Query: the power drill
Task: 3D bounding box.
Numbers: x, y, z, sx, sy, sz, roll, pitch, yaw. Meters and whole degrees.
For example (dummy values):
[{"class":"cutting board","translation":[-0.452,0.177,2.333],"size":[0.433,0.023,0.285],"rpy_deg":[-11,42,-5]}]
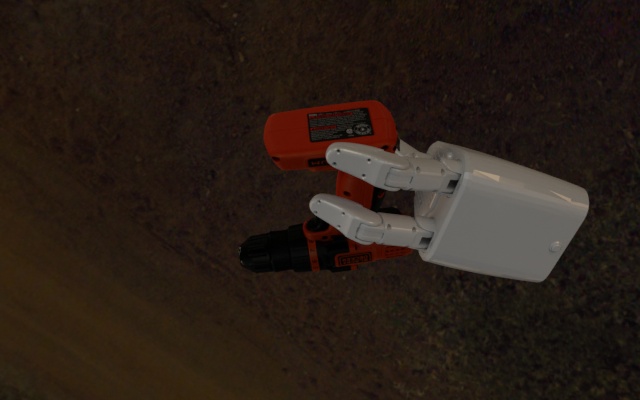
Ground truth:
[{"class":"power drill","translation":[0.000,0.001,0.445],"size":[0.184,0.057,0.188],"rpy_deg":[-9,-39,-1]}]
